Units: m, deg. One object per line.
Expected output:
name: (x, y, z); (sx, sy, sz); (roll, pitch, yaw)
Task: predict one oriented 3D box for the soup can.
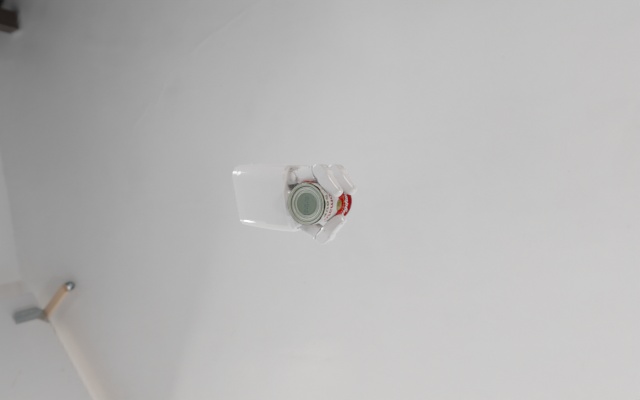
soup can: (0.000, 0.003, 0.775); (0.068, 0.068, 0.102); (0, 3, 27)
